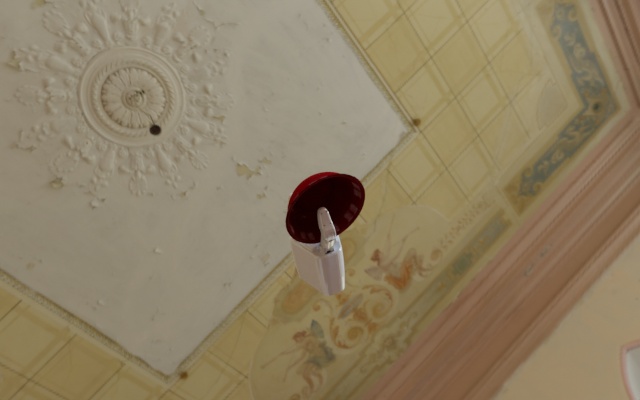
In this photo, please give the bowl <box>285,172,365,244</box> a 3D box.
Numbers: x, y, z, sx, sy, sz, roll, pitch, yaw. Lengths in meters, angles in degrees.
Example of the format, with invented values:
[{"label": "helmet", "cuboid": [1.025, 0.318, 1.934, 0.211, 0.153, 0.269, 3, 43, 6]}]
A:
[{"label": "bowl", "cuboid": [0.000, 0.002, 0.884, 0.162, 0.162, 0.055, 0, 38, -33]}]
